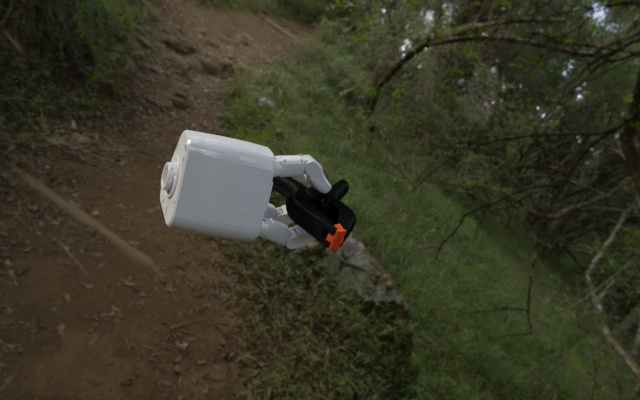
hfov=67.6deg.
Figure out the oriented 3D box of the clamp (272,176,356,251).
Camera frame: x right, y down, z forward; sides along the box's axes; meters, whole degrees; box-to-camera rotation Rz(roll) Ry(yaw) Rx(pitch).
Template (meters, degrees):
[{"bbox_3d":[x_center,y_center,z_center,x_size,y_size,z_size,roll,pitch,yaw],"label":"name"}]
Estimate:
[{"bbox_3d":[0.000,0.002,0.648,0.164,0.036,0.210,10,23,-29],"label":"clamp"}]
